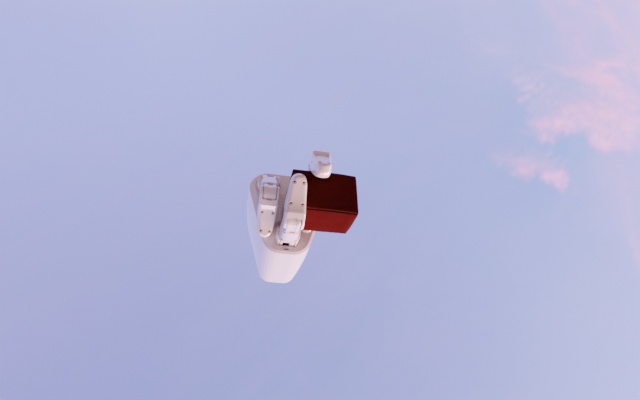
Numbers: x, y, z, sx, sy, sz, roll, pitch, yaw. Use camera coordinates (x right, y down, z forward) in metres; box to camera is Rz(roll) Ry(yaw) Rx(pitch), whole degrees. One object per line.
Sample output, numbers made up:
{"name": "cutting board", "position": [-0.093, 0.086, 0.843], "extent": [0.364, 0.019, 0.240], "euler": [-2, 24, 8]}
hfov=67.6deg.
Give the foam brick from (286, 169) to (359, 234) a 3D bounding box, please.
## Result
{"name": "foam brick", "position": [0.000, 0.002, 0.560], "extent": [0.078, 0.053, 0.051], "euler": [7, -32, -9]}
